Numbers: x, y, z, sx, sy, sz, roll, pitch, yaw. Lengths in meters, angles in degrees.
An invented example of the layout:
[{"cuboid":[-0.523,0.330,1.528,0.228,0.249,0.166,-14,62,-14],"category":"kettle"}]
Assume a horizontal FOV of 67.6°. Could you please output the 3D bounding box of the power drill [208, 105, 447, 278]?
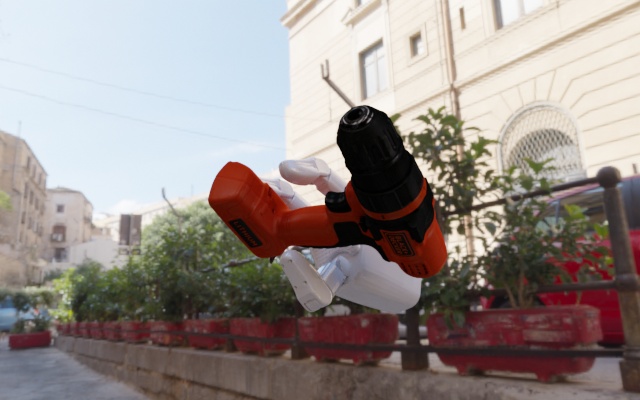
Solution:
[{"cuboid":[0.000,0.001,0.402,0.187,0.057,0.184,1,-39,31],"category":"power drill"}]
